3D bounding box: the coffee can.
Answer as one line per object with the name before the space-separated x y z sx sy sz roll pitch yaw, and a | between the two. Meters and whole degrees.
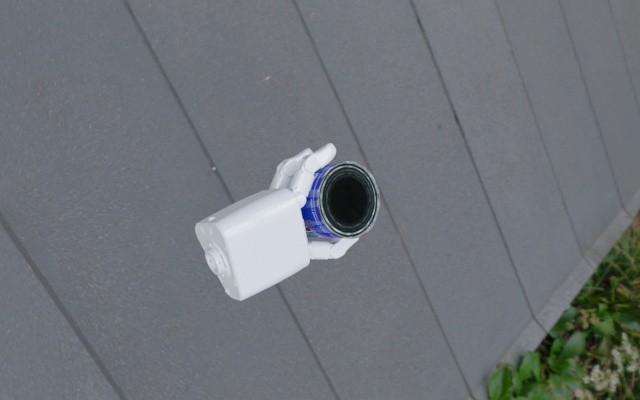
coffee can | 0.000 0.002 0.679 0.103 0.103 0.140 0 -2 -34
